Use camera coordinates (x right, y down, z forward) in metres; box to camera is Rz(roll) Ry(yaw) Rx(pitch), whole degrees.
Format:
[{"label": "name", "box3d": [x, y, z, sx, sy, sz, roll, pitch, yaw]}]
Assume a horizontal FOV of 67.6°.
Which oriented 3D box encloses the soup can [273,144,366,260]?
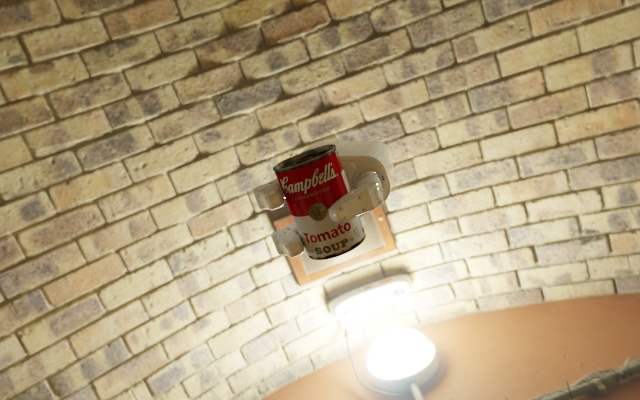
[{"label": "soup can", "box3d": [0.000, 0.002, 0.494, 0.068, 0.102, 0.068, -19, 14, 5]}]
